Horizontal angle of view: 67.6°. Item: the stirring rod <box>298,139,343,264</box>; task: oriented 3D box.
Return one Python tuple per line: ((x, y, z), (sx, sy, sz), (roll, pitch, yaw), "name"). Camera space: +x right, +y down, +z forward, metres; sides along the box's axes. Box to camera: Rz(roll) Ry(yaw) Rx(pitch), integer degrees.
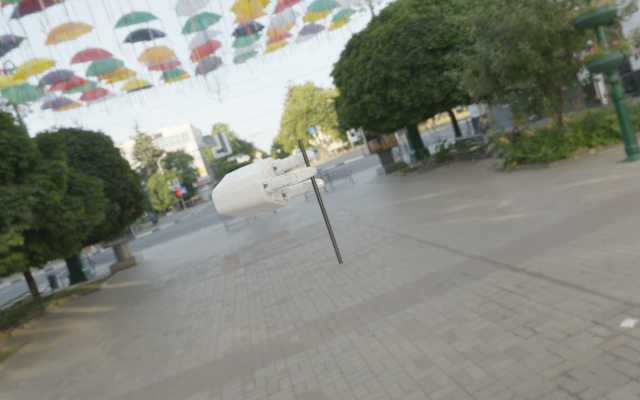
((0.000, 0.003, 0.875), (0.011, 0.239, 0.011), (-18, 5, 2), "stirring rod")
